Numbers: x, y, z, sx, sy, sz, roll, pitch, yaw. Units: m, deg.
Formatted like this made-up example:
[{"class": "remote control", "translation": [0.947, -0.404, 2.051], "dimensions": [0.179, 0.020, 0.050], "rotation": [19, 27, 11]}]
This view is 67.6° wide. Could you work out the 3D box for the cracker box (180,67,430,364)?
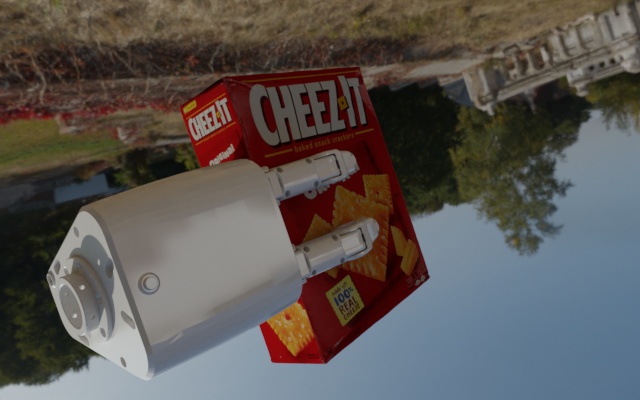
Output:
[{"class": "cracker box", "translation": [0.000, 0.002, 0.405], "dimensions": [0.072, 0.214, 0.164], "rotation": [-16, 3, 43]}]
